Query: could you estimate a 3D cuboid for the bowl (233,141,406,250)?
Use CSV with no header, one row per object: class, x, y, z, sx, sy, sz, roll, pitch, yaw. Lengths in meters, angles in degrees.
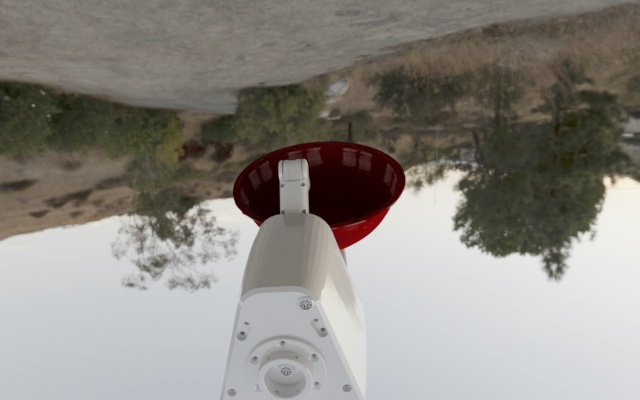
bowl,0.000,0.001,0.462,0.162,0.055,0.162,-4,33,3
